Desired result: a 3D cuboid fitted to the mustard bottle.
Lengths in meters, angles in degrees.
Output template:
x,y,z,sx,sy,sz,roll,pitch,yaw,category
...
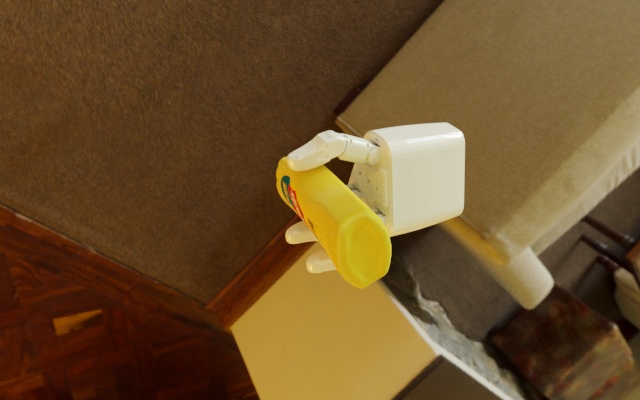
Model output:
x,y,z,sx,sy,sz,roll,pitch,yaw,category
0.000,0.002,0.509,0.058,0.096,0.191,-31,41,-9,mustard bottle
